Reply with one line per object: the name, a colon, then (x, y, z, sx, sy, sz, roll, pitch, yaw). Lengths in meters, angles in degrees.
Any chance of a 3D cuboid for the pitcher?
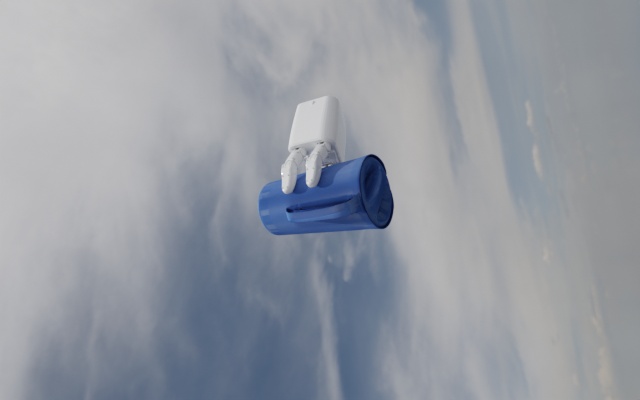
pitcher: (0.000, 0.003, 0.886, 0.243, 0.145, 0.149, -10, -32, 31)
